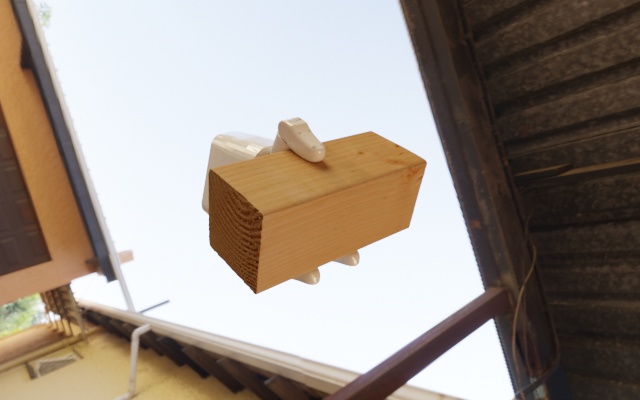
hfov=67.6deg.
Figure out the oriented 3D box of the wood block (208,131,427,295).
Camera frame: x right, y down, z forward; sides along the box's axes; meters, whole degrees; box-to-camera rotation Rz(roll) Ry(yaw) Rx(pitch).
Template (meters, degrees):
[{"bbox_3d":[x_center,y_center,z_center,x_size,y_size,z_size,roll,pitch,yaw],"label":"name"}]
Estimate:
[{"bbox_3d":[0.000,0.001,0.485,0.206,0.091,0.090,-19,40,-36],"label":"wood block"}]
